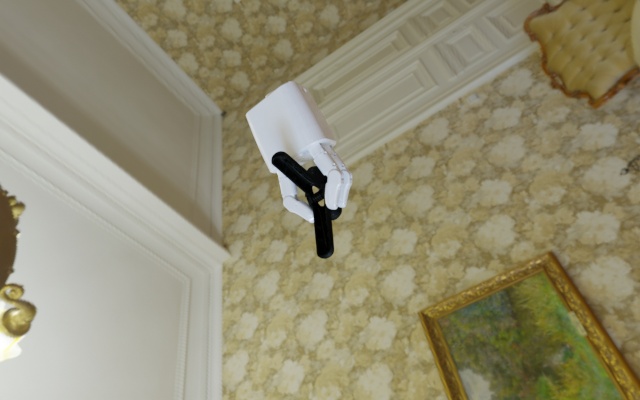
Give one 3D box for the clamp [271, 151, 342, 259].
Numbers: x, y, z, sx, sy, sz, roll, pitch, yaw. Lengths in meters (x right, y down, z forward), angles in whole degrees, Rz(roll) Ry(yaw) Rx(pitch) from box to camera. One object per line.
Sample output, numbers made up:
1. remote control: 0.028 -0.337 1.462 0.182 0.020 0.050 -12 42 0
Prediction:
1. clamp: -0.001 0.003 0.752 0.036 0.164 0.210 -25 -5 17
